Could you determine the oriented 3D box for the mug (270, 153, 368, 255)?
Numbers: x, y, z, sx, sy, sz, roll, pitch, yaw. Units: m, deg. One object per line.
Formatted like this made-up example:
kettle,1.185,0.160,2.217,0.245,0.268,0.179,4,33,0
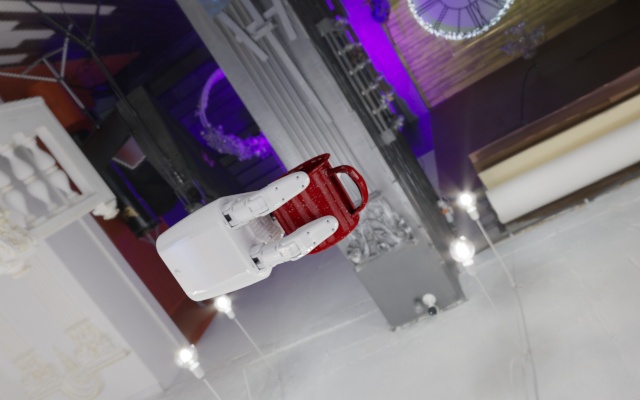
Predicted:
mug,0.001,0.001,0.521,0.117,0.081,0.093,-24,15,30
